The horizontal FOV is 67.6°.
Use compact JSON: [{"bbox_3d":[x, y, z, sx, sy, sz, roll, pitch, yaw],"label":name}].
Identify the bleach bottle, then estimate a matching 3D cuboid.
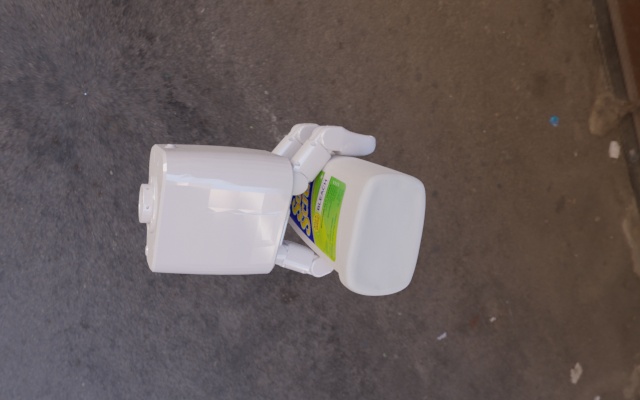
[{"bbox_3d":[0.000,0.001,0.476,0.068,0.102,0.250,5,9,-27],"label":"bleach bottle"}]
